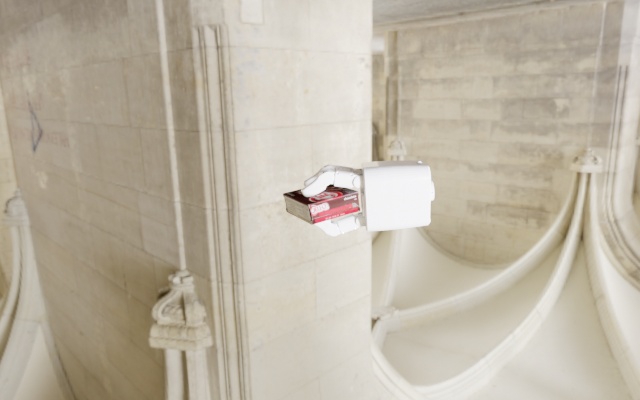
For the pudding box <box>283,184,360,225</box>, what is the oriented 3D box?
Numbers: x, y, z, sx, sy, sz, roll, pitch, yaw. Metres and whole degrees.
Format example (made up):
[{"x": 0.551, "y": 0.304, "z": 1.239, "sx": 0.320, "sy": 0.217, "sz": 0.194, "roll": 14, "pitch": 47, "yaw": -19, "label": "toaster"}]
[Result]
[{"x": 0.000, "y": 0.003, "z": 0.792, "sx": 0.090, "sy": 0.039, "sz": 0.113, "roll": -14, "pitch": 13, "yaw": -23, "label": "pudding box"}]
